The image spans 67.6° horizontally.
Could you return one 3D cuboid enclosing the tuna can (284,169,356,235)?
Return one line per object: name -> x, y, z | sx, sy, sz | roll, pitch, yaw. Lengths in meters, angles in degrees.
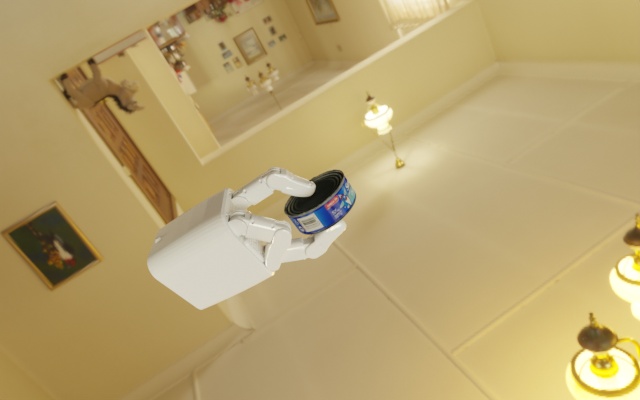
tuna can -> 0.000, 0.002, 0.581 | 0.086, 0.034, 0.086 | -29, 24, 14
